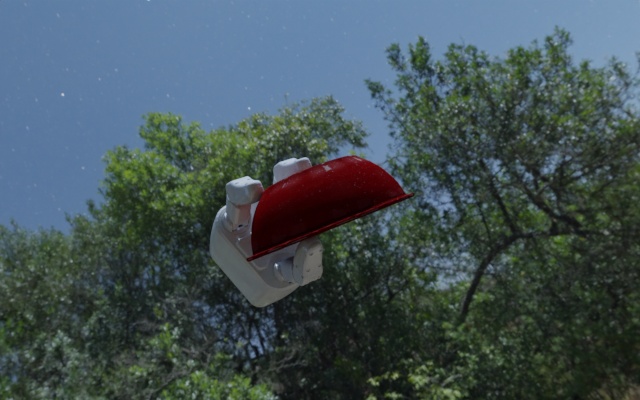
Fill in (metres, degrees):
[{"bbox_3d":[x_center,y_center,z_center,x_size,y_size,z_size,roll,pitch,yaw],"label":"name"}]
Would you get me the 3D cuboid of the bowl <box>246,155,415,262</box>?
[{"bbox_3d":[0.001,0.001,0.433,0.162,0.055,0.162,-21,-3,-1],"label":"bowl"}]
